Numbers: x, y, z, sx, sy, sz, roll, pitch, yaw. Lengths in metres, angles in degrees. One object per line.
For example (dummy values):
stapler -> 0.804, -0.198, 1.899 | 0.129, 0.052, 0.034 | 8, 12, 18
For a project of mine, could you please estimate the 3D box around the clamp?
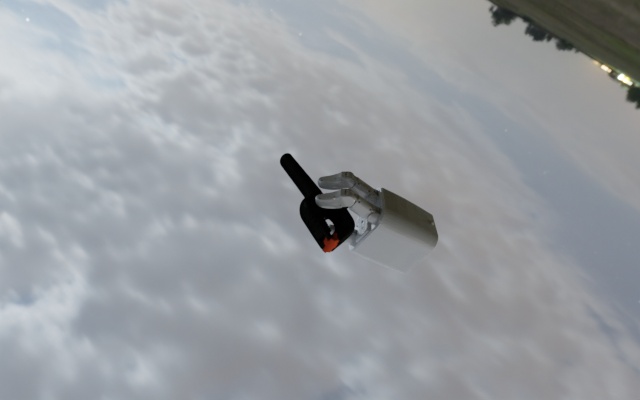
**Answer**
clamp -> 0.000, 0.004, 0.771 | 0.164, 0.036, 0.209 | 26, 29, -13
